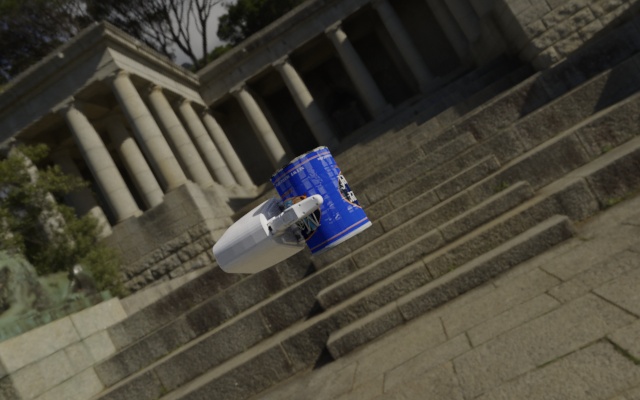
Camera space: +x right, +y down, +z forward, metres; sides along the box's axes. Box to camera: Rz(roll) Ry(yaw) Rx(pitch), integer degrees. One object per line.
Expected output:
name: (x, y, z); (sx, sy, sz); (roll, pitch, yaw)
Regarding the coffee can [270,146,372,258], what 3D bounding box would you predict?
coffee can: (0.000, 0.002, 0.737); (0.103, 0.140, 0.103); (-30, -4, -2)
